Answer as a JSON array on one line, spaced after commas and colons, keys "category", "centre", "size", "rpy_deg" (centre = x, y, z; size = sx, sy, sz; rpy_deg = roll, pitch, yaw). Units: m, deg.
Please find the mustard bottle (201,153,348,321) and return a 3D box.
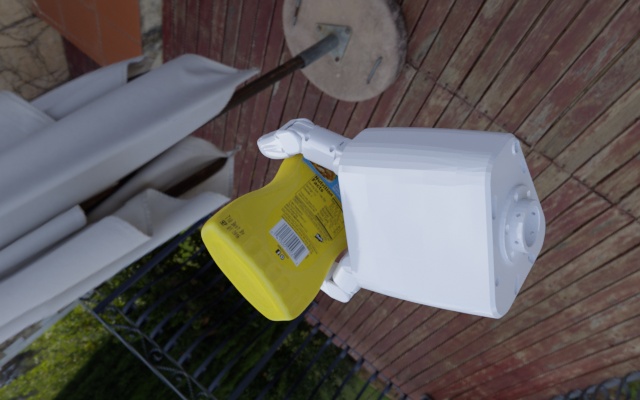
[{"category": "mustard bottle", "centre": [0.000, 0.001, 0.401], "size": [0.191, 0.096, 0.058], "rpy_deg": [-44, 11, -34]}]
